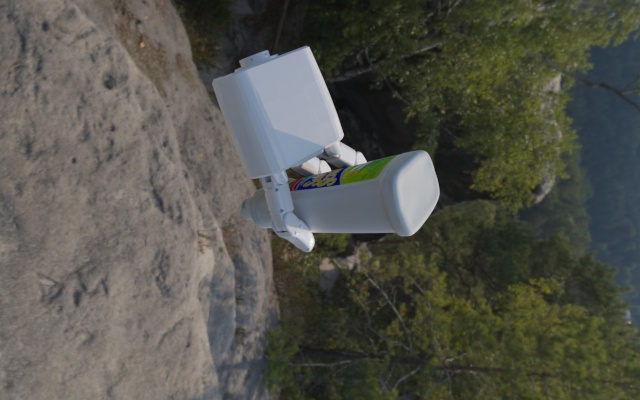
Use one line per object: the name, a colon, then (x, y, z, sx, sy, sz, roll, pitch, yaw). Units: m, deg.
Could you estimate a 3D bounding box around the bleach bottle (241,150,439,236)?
bleach bottle: (0.000, 0.002, 0.546, 0.251, 0.068, 0.102, -8, 21, 37)
